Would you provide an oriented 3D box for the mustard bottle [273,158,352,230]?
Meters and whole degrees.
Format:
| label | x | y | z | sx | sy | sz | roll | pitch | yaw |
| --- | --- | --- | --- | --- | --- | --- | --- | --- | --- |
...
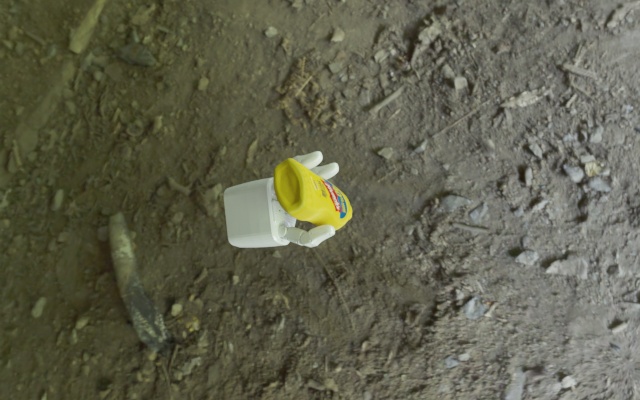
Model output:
| label | x | y | z | sx | sy | sz | roll | pitch | yaw |
| --- | --- | --- | --- | --- | --- | --- | --- | --- | --- |
| mustard bottle | 0.000 | 0.002 | 0.806 | 0.058 | 0.096 | 0.192 | -32 | -31 | 20 |
